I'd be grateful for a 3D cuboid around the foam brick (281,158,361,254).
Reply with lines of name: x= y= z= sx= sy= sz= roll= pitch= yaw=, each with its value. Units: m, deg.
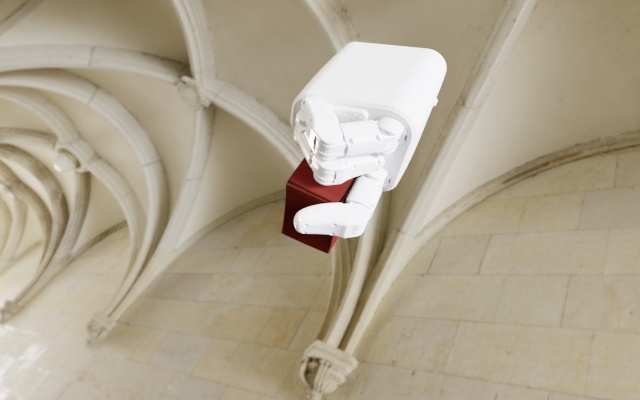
foam brick: x=0.000 y=0.002 z=0.442 sx=0.053 sy=0.051 sz=0.078 roll=25 pitch=-37 yaw=10
